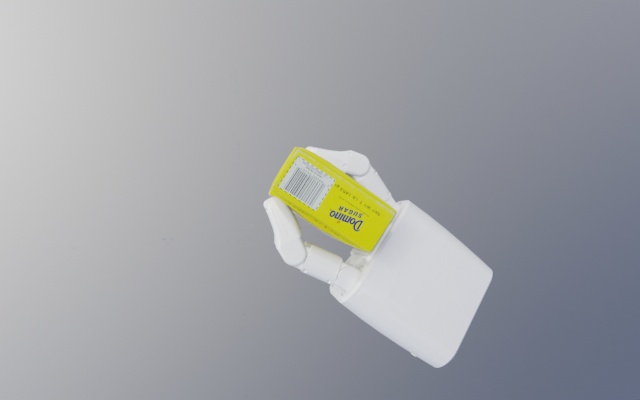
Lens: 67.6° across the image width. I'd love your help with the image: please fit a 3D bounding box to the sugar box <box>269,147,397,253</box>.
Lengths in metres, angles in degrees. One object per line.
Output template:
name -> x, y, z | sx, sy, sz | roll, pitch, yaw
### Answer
sugar box -> 0.000, 0.002, 0.442 | 0.093, 0.048, 0.176 | 34, -7, -4
